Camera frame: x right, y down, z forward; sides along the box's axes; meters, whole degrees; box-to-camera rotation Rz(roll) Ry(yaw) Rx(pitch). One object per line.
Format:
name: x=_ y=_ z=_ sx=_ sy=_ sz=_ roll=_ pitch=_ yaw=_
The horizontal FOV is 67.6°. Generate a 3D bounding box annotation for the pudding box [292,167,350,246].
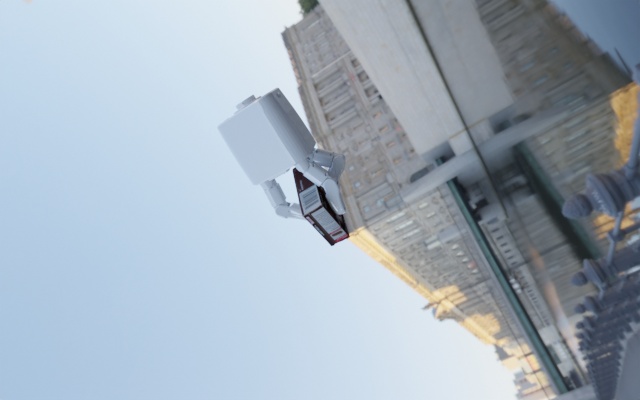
pudding box: x=0.000 y=0.002 z=0.747 sx=0.039 sy=0.113 sz=0.090 roll=-29 pitch=-48 yaw=15
